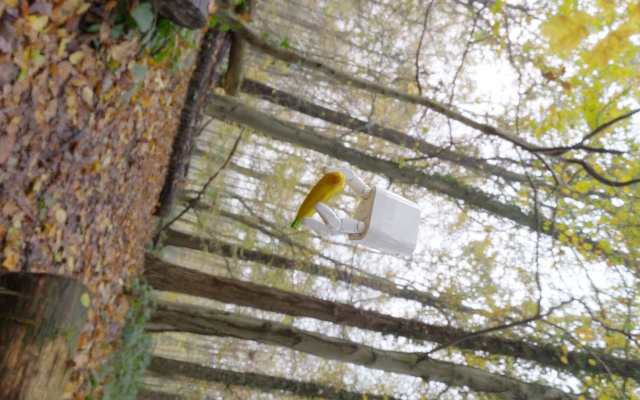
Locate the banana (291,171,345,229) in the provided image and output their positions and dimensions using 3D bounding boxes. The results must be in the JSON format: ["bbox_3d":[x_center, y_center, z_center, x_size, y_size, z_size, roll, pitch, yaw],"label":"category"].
[{"bbox_3d":[0.003,-0.010,0.888,0.037,0.069,0.198,27,-38,-11],"label":"banana"}]
